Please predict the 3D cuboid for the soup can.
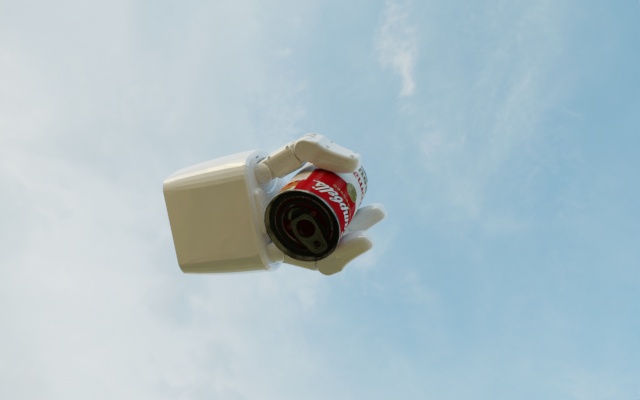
[{"bbox_3d":[0.001,0.001,0.441,0.068,0.068,0.102,0,25,21],"label":"soup can"}]
